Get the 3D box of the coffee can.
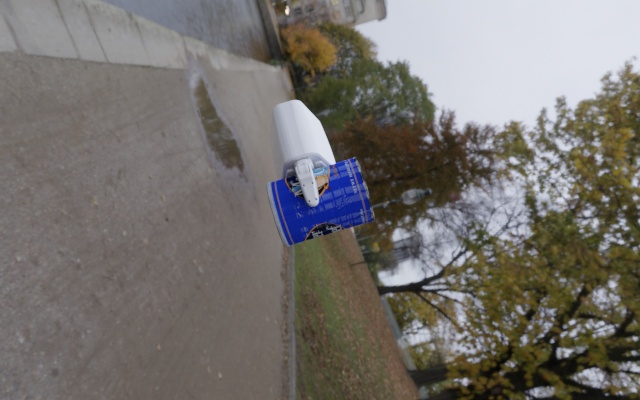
[{"bbox_3d":[0.000,0.003,0.727,0.140,0.103,0.103,-16,0,1],"label":"coffee can"}]
